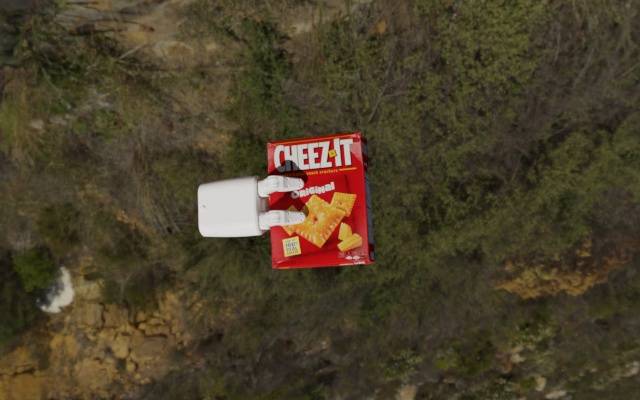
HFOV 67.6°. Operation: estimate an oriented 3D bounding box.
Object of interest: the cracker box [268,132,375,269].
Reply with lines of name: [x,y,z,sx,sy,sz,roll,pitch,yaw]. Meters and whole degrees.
cracker box: [0.000,0.003,0.798,0.164,0.213,0.072,-5,-7,13]
